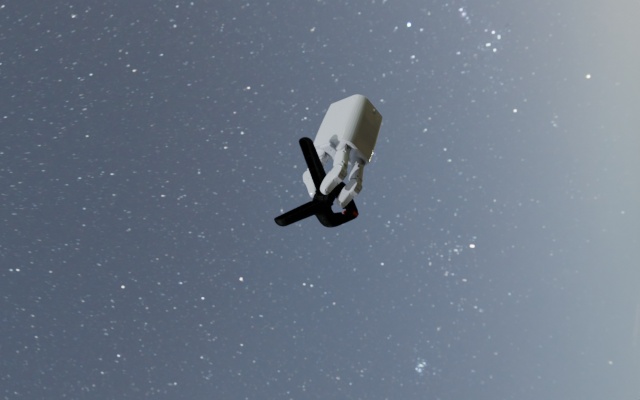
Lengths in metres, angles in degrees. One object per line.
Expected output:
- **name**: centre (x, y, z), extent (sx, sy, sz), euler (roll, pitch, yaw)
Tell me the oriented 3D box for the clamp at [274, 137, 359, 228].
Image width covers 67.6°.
- **clamp**: centre (0.000, 0.003, 0.894), extent (0.036, 0.164, 0.210), euler (8, -21, 41)
